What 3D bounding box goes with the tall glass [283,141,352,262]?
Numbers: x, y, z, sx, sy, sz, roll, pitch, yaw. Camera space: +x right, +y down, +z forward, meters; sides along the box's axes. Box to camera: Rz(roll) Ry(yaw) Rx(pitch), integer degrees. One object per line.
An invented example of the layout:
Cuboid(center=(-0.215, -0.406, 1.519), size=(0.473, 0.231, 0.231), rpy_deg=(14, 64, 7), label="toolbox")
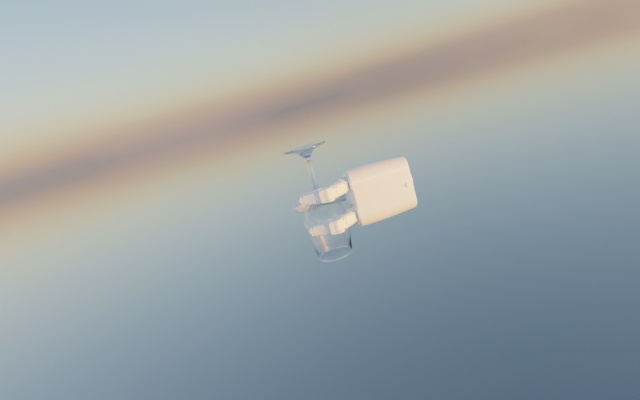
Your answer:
Cuboid(center=(0.000, 0.002, 0.828), size=(0.079, 0.201, 0.079), rpy_deg=(-15, 12, 3), label="tall glass")
